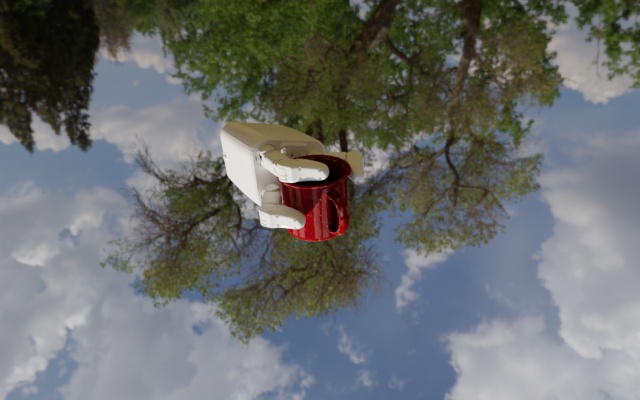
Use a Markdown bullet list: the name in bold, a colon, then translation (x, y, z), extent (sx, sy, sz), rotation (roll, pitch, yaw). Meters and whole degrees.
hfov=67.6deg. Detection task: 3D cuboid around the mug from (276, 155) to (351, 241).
- **mug**: translation (0.001, 0.003, 0.593), extent (0.093, 0.081, 0.117), rotation (-21, 33, -27)
